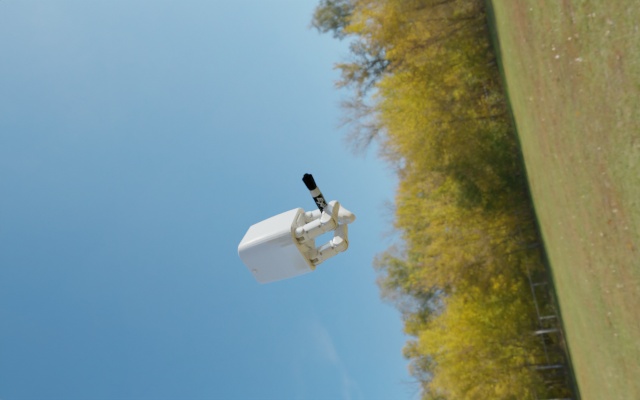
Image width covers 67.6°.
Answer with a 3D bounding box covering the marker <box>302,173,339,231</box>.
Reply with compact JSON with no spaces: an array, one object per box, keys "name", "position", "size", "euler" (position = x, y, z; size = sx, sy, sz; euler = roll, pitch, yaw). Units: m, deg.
[{"name":"marker","position":[0.000,0.003,0.807],"size":[0.020,0.121,0.020],"euler":[-20,34,14]}]
